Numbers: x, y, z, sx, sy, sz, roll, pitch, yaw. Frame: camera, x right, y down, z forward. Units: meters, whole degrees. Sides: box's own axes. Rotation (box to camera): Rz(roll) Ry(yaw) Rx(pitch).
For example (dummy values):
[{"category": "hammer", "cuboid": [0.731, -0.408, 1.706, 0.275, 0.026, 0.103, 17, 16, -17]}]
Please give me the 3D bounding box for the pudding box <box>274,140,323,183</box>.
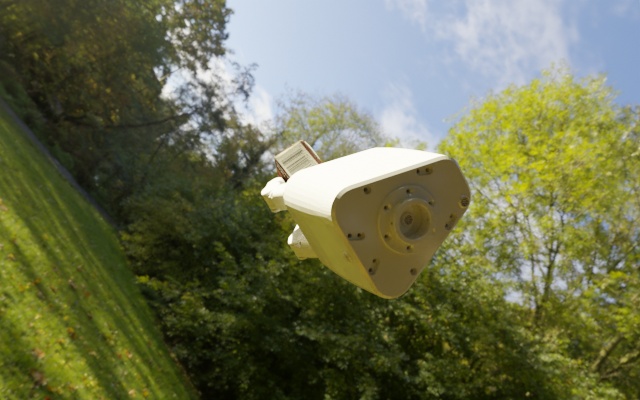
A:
[{"category": "pudding box", "cuboid": [0.000, 0.002, 0.500, 0.039, 0.113, 0.090, -35, -11, -10]}]
